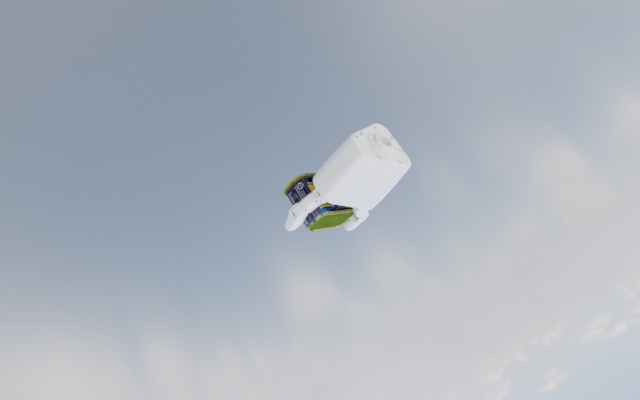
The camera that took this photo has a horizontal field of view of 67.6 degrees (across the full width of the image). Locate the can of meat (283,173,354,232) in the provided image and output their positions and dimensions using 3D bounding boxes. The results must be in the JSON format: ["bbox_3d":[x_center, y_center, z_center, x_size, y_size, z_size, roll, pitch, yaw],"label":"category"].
[{"bbox_3d":[0.000,0.003,0.815,0.102,0.084,0.057,-5,-34,-48],"label":"can of meat"}]
